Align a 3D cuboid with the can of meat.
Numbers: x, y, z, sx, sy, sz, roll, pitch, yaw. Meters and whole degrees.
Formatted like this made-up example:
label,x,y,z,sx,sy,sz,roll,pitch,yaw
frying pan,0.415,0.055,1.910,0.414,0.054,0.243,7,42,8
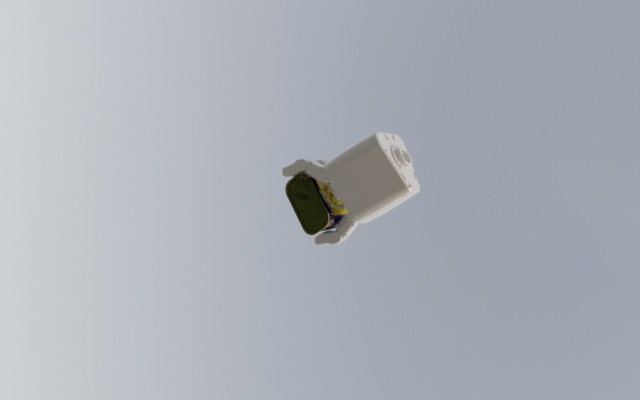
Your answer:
label,x,y,z,sx,sy,sz,roll,pitch,yaw
can of meat,0.000,0.003,0.812,0.057,0.102,0.084,-35,-16,31
